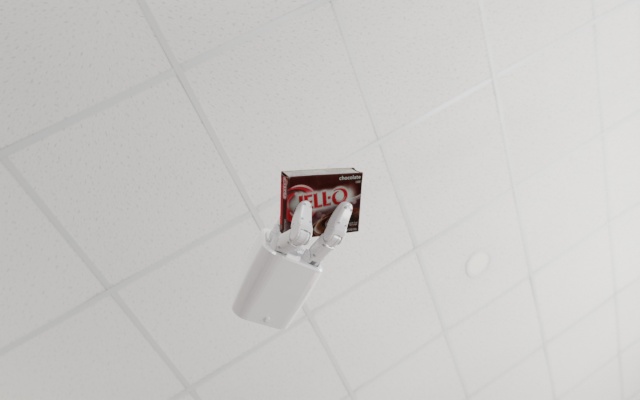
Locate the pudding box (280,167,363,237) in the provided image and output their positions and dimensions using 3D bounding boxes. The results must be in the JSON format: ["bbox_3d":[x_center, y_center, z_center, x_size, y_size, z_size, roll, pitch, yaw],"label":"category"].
[{"bbox_3d":[0.000,0.002,0.668,0.113,0.090,0.039,-6,22,-23],"label":"pudding box"}]
